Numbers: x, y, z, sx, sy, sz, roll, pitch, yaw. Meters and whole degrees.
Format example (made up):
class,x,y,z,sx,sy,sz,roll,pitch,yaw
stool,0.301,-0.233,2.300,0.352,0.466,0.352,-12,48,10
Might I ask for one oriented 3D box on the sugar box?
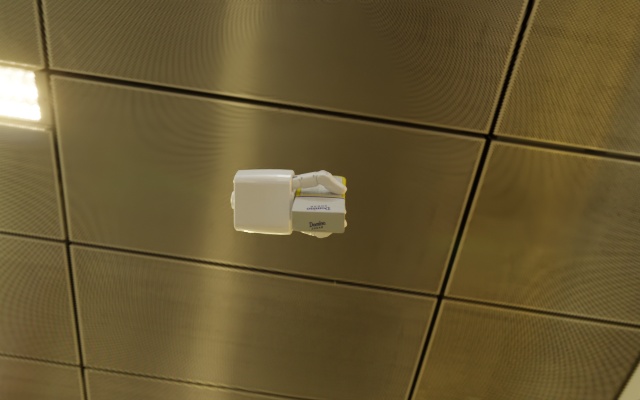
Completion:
class,x,y,z,sx,sy,sz,roll,pitch,yaw
sugar box,0.000,0.003,0.891,0.093,0.048,0.176,2,26,3
